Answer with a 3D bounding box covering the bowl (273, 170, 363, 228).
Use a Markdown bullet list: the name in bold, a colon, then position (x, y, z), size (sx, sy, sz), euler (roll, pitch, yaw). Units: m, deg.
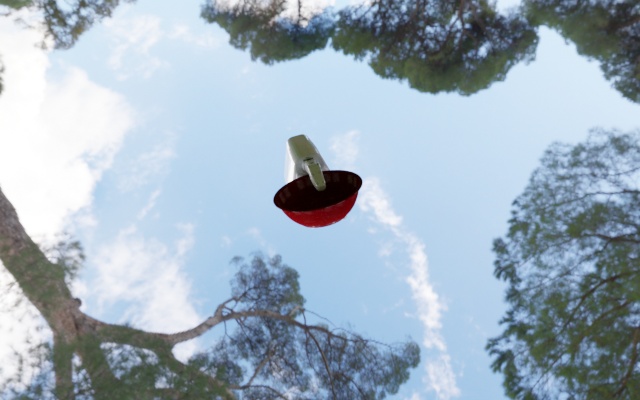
- **bowl**: position (0.000, 0.004, 0.850), size (0.162, 0.055, 0.162), euler (-11, 25, 5)
